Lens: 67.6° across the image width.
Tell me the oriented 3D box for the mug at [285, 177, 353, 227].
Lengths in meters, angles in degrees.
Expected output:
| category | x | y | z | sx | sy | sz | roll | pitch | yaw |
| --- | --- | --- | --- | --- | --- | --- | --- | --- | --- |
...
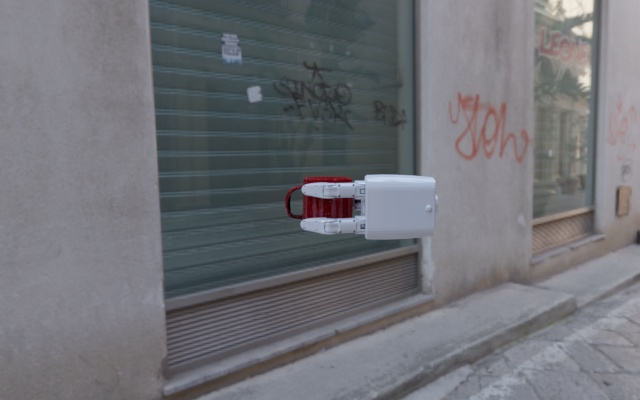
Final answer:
| category | x | y | z | sx | sy | sz | roll | pitch | yaw |
| --- | --- | --- | --- | --- | --- | --- | --- | --- | --- |
| mug | -0.001 | 0.002 | 0.790 | 0.117 | 0.081 | 0.093 | 0 | 5 | 0 |
